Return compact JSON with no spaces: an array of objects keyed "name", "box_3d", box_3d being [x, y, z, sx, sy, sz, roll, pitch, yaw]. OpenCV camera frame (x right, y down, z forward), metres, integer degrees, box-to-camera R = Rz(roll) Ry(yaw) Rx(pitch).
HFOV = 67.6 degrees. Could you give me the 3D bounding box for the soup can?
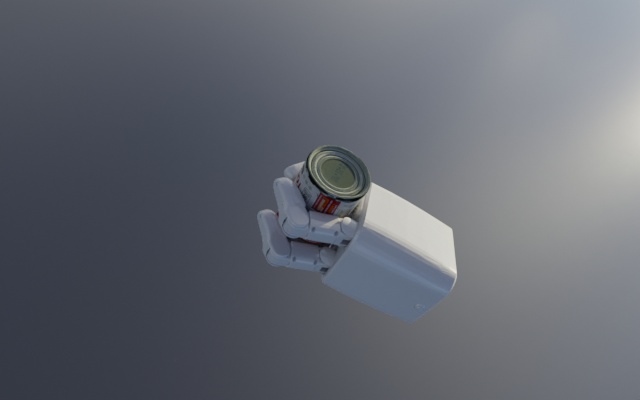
[{"name":"soup can","box_3d":[0.000,0.001,0.484,0.068,0.068,0.102,0,-35,-26]}]
